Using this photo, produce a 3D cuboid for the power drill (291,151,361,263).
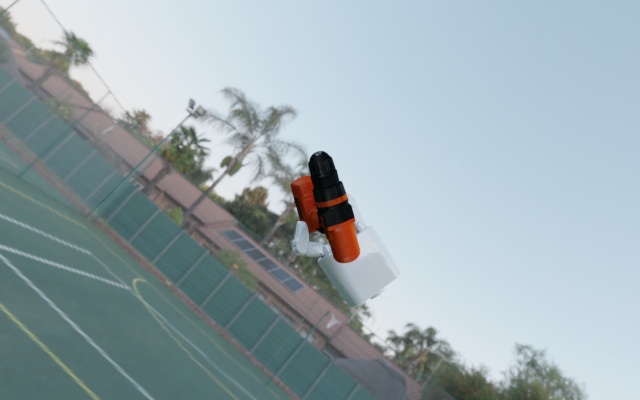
[{"bbox_3d":[0.000,0.003,0.814,0.057,0.184,0.187,-17,12,-13],"label":"power drill"}]
